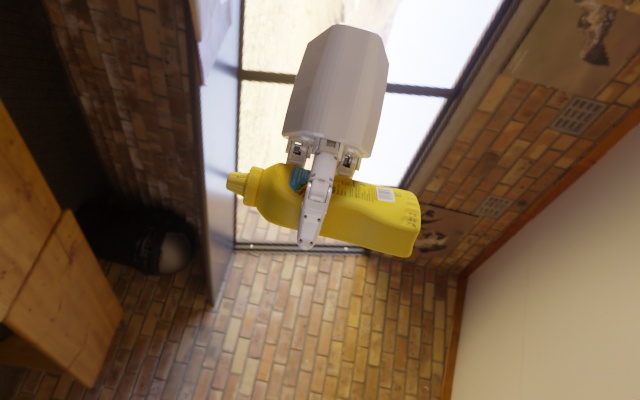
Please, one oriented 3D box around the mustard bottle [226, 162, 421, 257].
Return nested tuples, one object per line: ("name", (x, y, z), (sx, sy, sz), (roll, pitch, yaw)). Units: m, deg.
("mustard bottle", (0.000, 0.002, 0.484), (0.191, 0.058, 0.096), (14, 25, -3))
